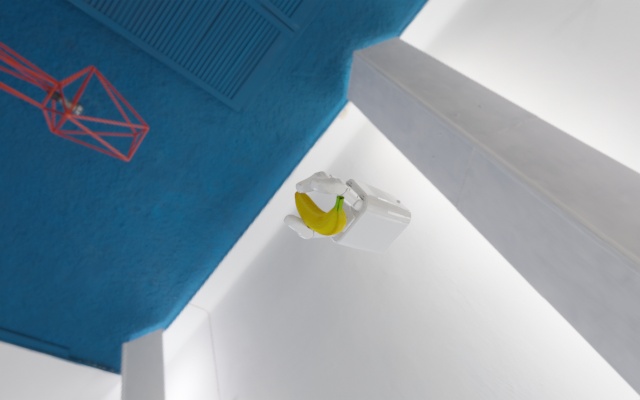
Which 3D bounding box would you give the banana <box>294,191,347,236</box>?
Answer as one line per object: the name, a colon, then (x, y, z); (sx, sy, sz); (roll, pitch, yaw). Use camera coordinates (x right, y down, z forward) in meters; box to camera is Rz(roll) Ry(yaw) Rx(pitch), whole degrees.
banana: (0.000, 0.021, 0.798); (0.037, 0.069, 0.198); (4, 2, -24)
